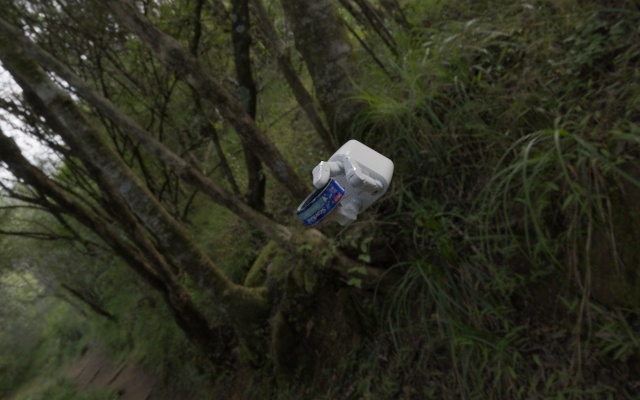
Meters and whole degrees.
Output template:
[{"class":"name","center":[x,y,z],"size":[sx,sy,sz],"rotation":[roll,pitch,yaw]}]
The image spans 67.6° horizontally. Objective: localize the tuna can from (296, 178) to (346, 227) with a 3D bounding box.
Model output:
[{"class":"tuna can","center":[0.000,0.002,0.785],"size":[0.086,0.034,0.086],"rotation":[-42,9,9]}]
